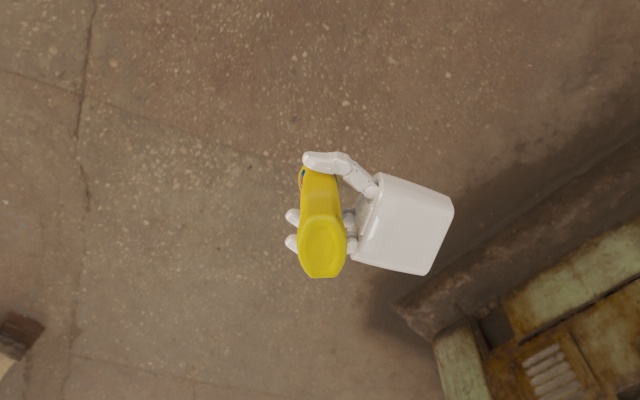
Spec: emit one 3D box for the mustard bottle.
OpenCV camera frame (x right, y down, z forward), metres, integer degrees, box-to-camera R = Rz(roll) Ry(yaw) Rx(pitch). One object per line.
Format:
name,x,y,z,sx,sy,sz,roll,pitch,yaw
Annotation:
mustard bottle,0.000,0.002,0.613,0.058,0.096,0.191,-4,35,1
